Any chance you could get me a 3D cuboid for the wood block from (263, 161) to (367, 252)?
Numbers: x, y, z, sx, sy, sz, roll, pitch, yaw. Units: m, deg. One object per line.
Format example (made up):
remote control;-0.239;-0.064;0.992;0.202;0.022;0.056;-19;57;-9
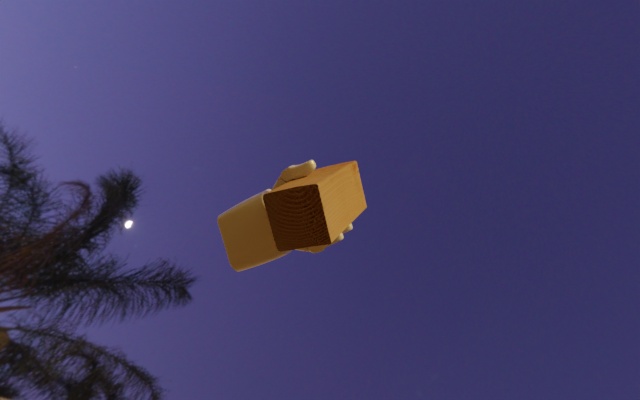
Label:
wood block;0.000;0.002;0.770;0.090;0.091;0.206;-11;10;22
